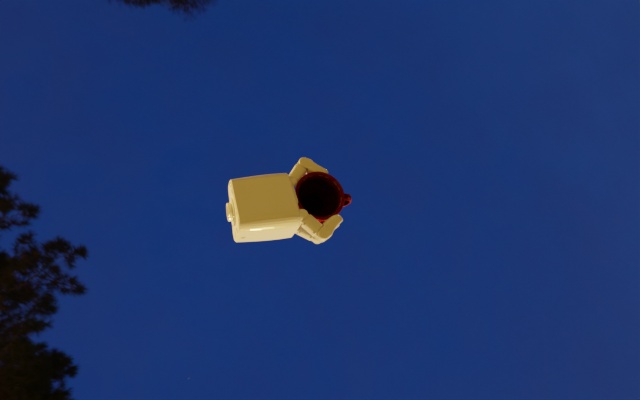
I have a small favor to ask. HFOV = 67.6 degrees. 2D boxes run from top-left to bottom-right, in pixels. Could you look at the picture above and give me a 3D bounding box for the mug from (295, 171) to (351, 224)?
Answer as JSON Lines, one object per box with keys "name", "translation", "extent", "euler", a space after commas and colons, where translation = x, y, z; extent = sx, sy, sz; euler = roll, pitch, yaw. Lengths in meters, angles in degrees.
{"name": "mug", "translation": [0.001, 0.003, 0.896], "extent": [0.117, 0.093, 0.081], "euler": [-5, -18, -19]}
